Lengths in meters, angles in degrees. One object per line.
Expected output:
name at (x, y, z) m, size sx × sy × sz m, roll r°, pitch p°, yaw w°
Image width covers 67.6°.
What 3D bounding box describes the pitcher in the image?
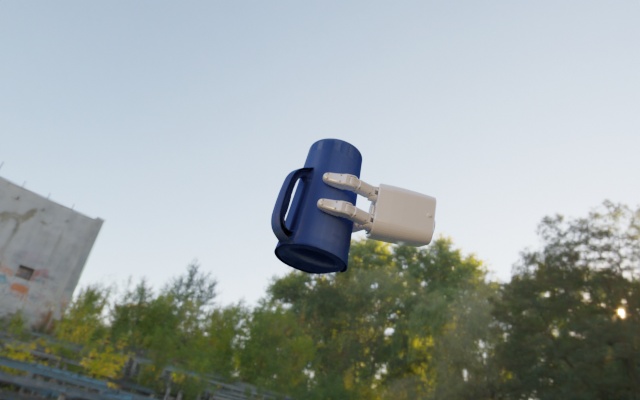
pitcher at (0.000, 0.003, 0.885) m, size 0.145 × 0.242 × 0.149 m, roll 12°, pitch -27°, yaw 2°
